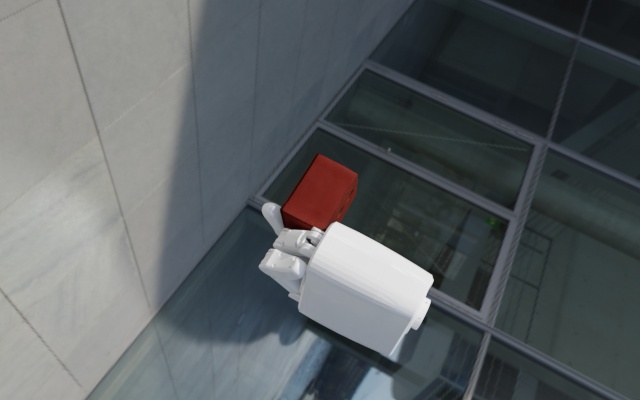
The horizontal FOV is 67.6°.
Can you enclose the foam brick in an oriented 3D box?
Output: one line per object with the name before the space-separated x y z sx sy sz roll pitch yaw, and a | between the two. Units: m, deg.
foam brick | 0.000 0.001 0.506 0.051 0.078 0.053 26 -23 14
